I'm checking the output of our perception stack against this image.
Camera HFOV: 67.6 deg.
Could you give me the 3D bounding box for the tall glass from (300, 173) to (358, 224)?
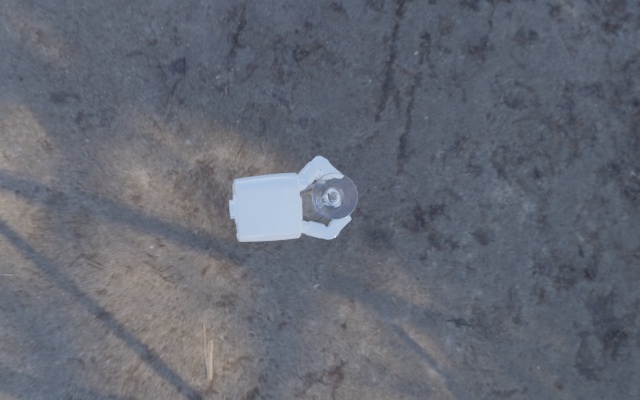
[{"bbox_3d":[0.000,0.003,0.841,0.079,0.079,0.201,0,-6,-13],"label":"tall glass"}]
